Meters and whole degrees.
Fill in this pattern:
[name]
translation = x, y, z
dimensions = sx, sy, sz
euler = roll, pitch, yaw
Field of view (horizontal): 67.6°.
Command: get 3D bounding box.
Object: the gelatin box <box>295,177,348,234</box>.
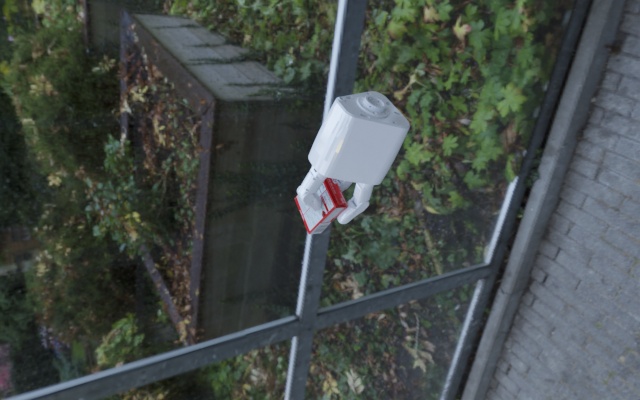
[gelatin box]
translation = 0.000, 0.003, 0.786
dimensions = 0.030, 0.073, 0.089
euler = -2, -32, -38
